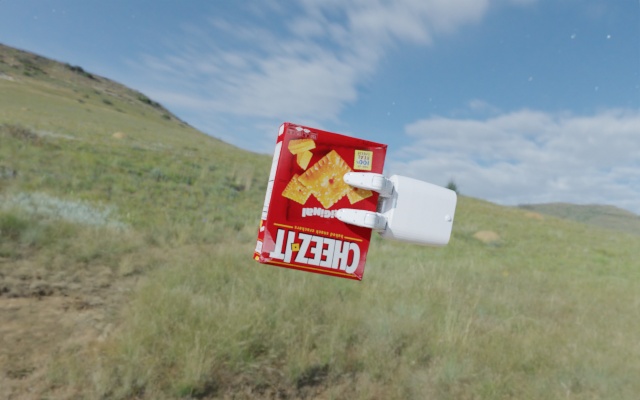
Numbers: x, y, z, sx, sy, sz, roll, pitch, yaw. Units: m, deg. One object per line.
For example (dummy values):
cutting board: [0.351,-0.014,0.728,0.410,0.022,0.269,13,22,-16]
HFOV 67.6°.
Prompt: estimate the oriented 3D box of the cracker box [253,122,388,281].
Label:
cracker box: [0.000,0.002,0.731,0.164,0.213,0.072,12,-3,-13]
